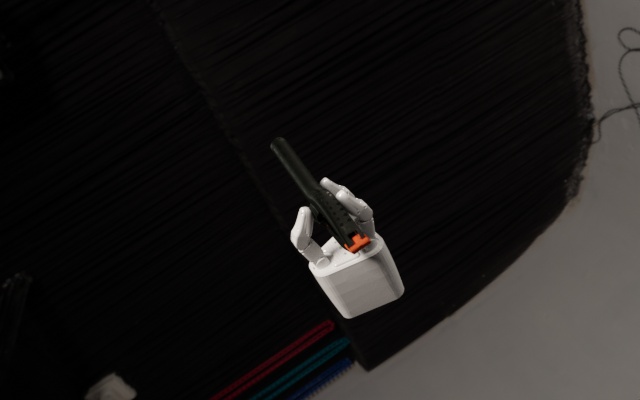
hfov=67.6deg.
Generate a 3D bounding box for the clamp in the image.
[{"bbox_3d":[0.000,0.003,0.655,0.036,0.165,0.210,-35,31,-7],"label":"clamp"}]
